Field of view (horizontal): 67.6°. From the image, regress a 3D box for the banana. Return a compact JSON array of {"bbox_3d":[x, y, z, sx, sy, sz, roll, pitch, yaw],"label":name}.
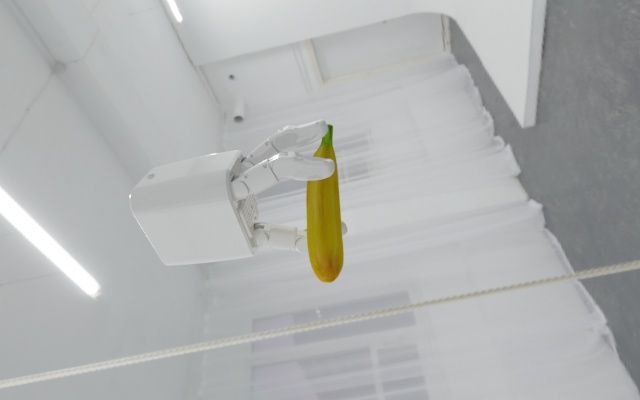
[{"bbox_3d":[0.002,0.011,0.490,0.037,0.197,0.070,-6,-40,4],"label":"banana"}]
